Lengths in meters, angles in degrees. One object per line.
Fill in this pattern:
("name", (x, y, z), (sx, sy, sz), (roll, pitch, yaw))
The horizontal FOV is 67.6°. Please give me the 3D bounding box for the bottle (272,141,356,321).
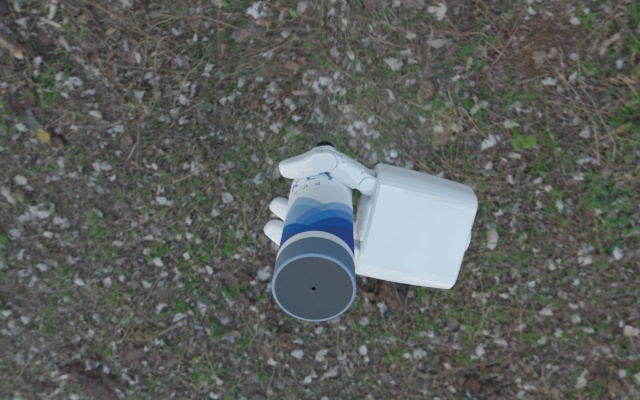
("bottle", (0.000, 0.002, 0.503), (0.069, 0.069, 0.295), (0, 27, 2))
